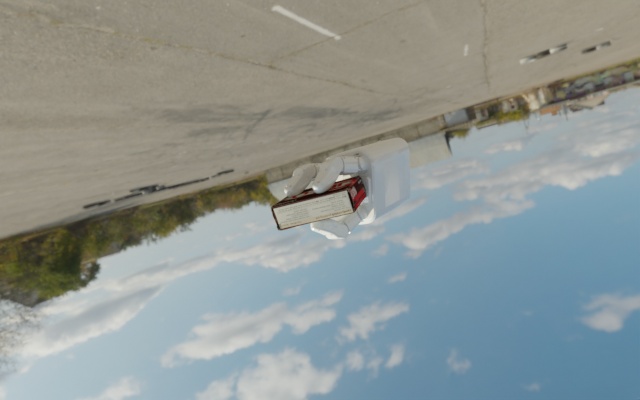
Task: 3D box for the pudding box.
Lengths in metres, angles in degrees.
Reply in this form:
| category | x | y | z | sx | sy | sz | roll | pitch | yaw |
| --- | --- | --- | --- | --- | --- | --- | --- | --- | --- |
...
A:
| category | x | y | z | sx | sy | sz | roll | pitch | yaw |
| --- | --- | --- | --- | --- | --- | --- | --- | --- | --- |
| pudding box | 0.000 | 0.002 | 0.658 | 0.113 | 0.039 | 0.090 | -16 | 8 | 18 |
